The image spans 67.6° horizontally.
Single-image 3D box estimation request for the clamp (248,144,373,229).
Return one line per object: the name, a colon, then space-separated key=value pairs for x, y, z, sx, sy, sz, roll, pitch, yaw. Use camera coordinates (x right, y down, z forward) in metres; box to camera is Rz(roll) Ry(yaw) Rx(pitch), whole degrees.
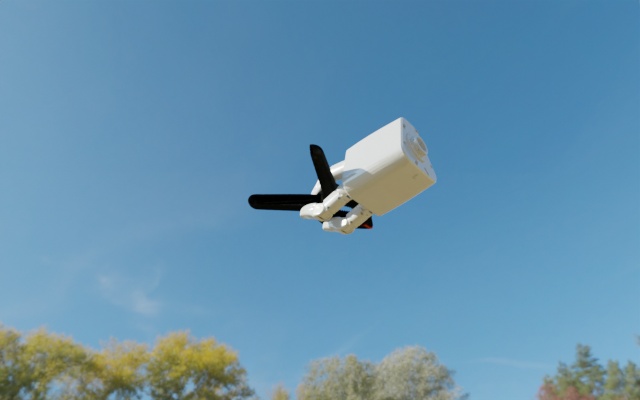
clamp: x=0.001 y=0.002 z=0.773 sx=0.164 sy=0.036 sz=0.210 roll=-30 pitch=-45 yaw=31
